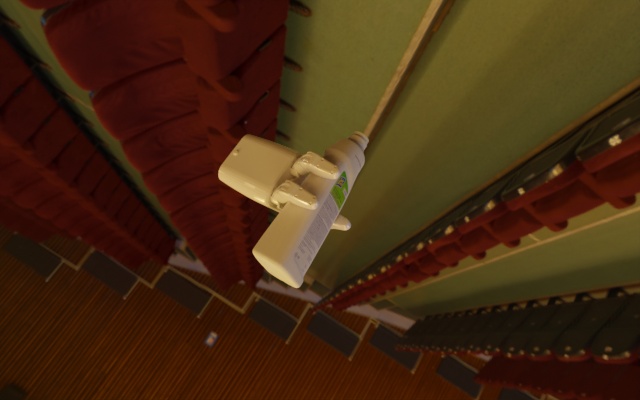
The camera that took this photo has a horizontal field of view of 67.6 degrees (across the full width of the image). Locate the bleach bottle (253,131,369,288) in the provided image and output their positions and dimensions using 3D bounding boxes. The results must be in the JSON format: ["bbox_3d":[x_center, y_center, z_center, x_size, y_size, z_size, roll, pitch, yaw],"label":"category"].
[{"bbox_3d":[0.000,0.002,0.725,0.068,0.250,0.103,25,-20,25],"label":"bleach bottle"}]
